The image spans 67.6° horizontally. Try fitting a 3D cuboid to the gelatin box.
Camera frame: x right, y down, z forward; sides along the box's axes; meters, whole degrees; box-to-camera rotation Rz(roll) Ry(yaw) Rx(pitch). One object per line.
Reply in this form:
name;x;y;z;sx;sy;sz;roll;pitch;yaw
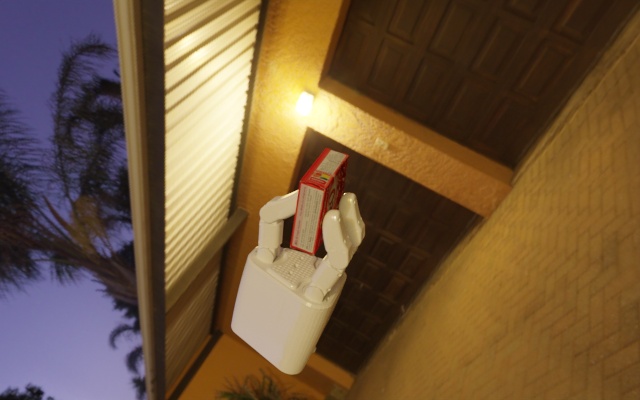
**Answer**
gelatin box;0.000;0.001;0.497;0.030;0.089;0.073;19;37;13
